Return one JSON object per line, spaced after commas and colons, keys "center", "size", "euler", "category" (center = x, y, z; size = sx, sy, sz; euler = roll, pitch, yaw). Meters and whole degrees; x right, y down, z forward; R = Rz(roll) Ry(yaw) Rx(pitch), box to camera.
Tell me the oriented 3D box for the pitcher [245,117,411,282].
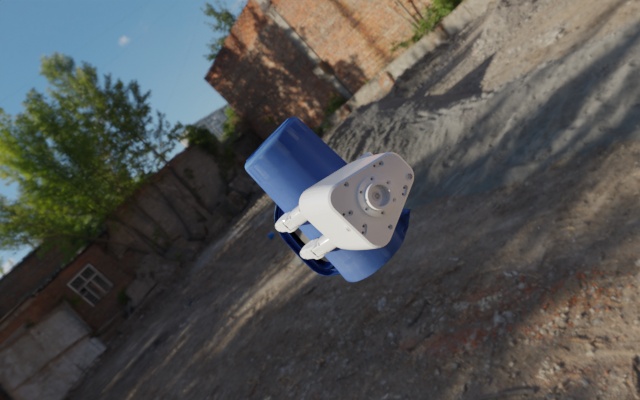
{"center": [0.000, 0.002, 0.717], "size": [0.243, 0.149, 0.145], "euler": [45, -15, -11], "category": "pitcher"}
